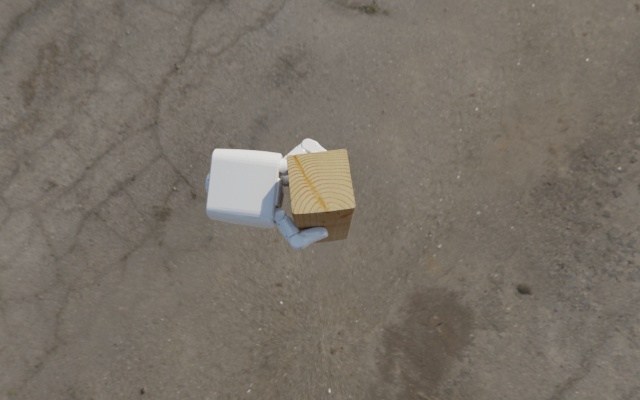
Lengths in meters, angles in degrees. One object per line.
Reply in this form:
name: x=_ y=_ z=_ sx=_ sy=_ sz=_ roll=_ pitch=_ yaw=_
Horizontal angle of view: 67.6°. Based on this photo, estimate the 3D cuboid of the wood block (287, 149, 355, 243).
wood block: x=0.000 y=0.003 z=0.766 sx=0.090 sy=0.090 sz=0.206 roll=-6 pitch=-16 yaw=-2
